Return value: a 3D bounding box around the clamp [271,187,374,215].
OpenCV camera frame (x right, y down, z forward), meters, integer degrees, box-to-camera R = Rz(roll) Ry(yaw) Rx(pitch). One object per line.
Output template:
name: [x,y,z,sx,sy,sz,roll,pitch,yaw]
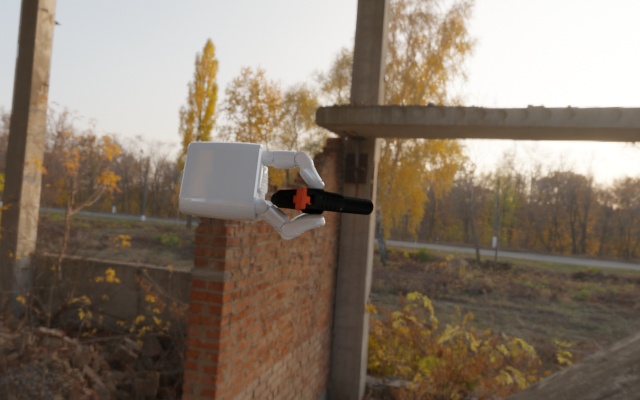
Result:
clamp: [0.000,0.001,0.679,0.164,0.036,0.210,4,-2,1]
